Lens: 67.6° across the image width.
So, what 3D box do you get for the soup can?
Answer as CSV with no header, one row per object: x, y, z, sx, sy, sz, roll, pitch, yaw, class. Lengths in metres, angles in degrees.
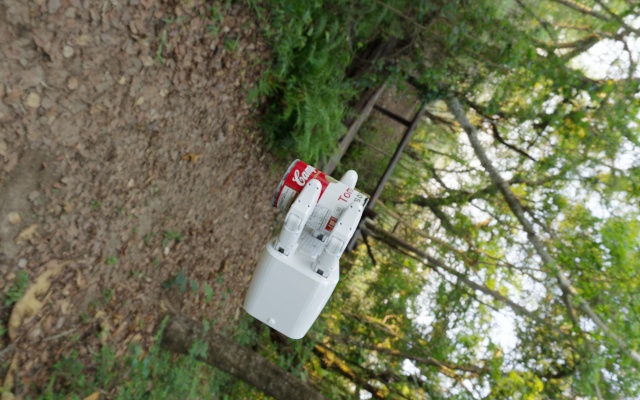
0.001,0.002,0.595,0.102,0.068,0.068,29,3,6,soup can
